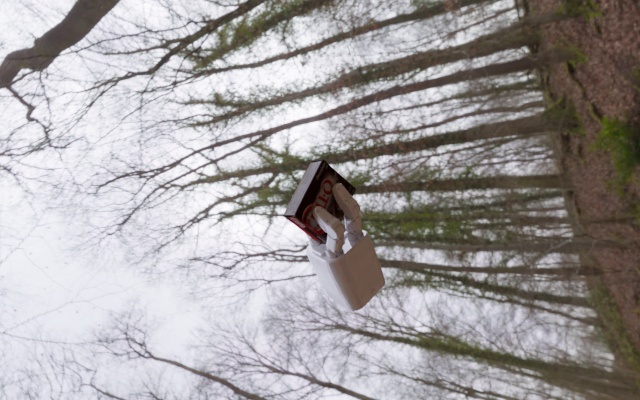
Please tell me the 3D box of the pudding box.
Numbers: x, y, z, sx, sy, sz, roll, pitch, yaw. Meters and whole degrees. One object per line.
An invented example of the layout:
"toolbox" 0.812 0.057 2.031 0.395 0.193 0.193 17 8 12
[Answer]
"pudding box" 0.000 0.003 0.789 0.039 0.113 0.090 -2 -34 48
